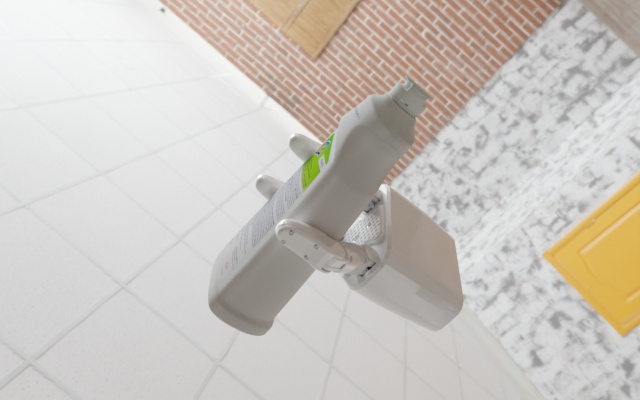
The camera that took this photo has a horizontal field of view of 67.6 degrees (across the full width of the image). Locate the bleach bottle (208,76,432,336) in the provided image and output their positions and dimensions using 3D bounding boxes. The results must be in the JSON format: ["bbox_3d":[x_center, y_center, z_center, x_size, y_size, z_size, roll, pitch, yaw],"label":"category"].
[{"bbox_3d":[0.000,0.001,0.415,0.068,0.251,0.102,34,22,-22],"label":"bleach bottle"}]
